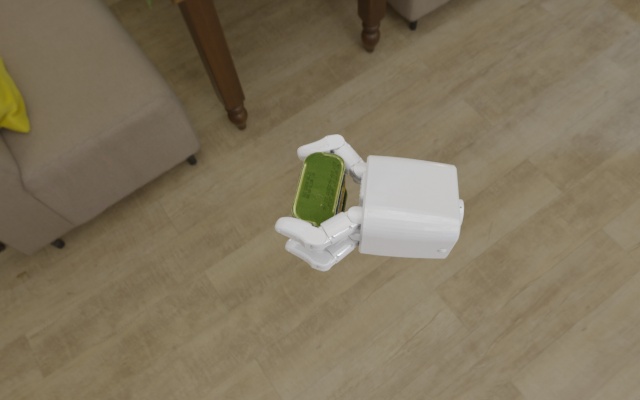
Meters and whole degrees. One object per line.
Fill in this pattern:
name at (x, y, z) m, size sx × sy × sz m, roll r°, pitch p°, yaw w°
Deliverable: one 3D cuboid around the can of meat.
can of meat at (0.000, 0.002, 0.588) m, size 0.057 × 0.102 × 0.084 m, roll 9°, pitch -24°, yaw 7°
